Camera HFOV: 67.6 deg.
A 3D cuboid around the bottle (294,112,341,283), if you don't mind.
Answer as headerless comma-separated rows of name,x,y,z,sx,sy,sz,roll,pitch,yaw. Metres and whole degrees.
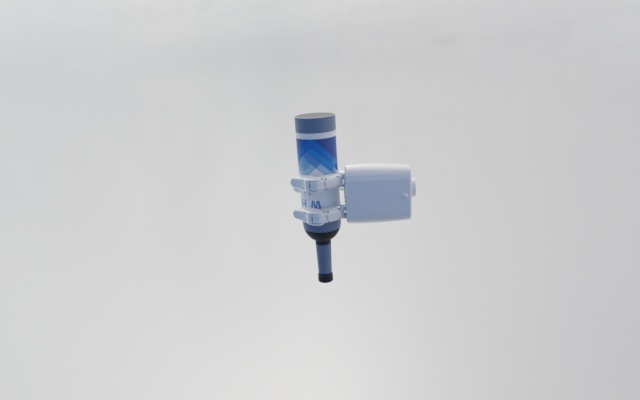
bottle,0.000,0.002,0.813,0.069,0.296,0.069,-3,18,1
